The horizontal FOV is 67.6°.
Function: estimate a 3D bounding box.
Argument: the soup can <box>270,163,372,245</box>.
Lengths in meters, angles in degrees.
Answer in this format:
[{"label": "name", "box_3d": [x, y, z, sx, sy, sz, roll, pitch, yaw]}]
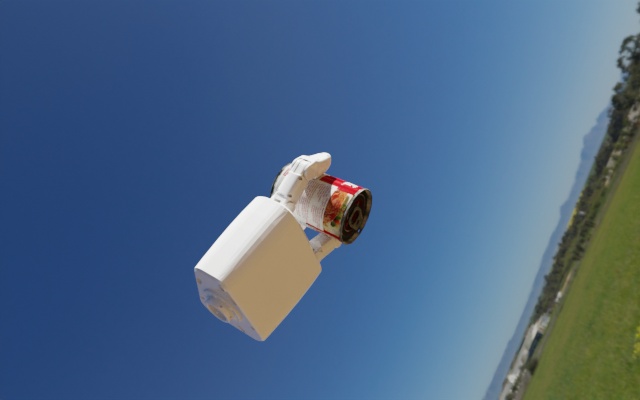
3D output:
[{"label": "soup can", "box_3d": [0.000, 0.001, 0.563, 0.102, 0.068, 0.068, 23, 10, 26]}]
